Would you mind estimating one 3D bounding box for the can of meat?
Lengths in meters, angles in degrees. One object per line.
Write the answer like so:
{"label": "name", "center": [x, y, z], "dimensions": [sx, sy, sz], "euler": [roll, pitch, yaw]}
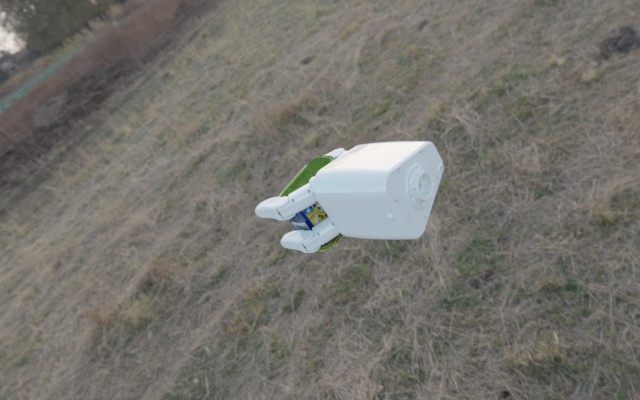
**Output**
{"label": "can of meat", "center": [0.000, 0.002, 0.636], "dimensions": [0.057, 0.084, 0.102], "euler": [6, 50, 49]}
